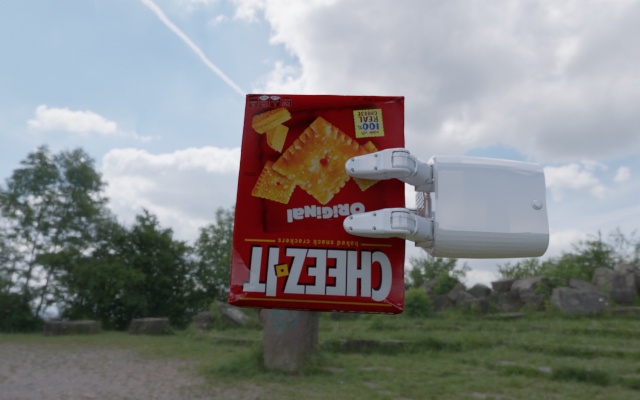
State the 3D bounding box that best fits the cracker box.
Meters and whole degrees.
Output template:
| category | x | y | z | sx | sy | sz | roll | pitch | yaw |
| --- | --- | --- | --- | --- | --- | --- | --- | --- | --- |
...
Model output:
| category | x | y | z | sx | sy | sz | roll | pitch | yaw |
| --- | --- | --- | --- | --- | --- | --- | --- | --- | --- |
| cracker box | 0.000 | 0.001 | 0.479 | 0.164 | 0.213 | 0.072 | 2 | -14 | 2 |
